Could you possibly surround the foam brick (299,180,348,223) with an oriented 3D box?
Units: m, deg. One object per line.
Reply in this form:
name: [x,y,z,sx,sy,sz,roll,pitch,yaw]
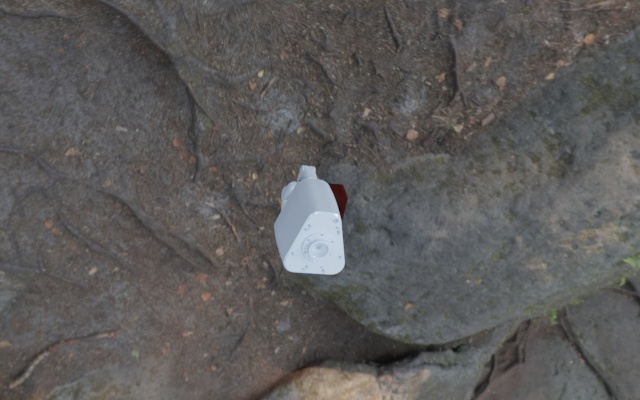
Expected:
foam brick: [0.000,0.003,0.797,0.078,0.053,0.051,6,26,-14]
